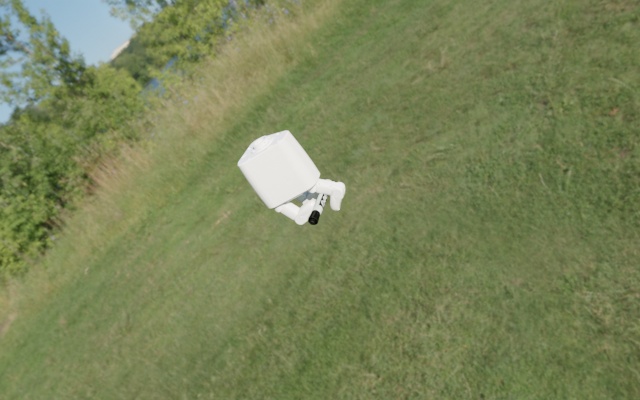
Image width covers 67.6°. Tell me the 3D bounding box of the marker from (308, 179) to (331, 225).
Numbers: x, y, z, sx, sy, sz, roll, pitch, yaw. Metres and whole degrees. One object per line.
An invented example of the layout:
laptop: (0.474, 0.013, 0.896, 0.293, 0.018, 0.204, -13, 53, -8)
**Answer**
marker: (0.000, 0.003, 0.880, 0.020, 0.020, 0.121, 0, 38, 19)
